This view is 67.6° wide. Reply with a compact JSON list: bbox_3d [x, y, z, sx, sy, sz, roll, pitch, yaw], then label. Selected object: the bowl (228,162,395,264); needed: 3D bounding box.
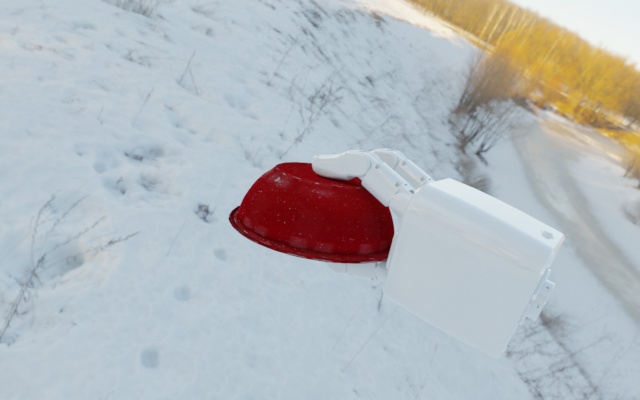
[{"bbox_3d":[-0.001,0.001,0.440,0.162,0.055,0.162,9,14,-2],"label":"bowl"}]
